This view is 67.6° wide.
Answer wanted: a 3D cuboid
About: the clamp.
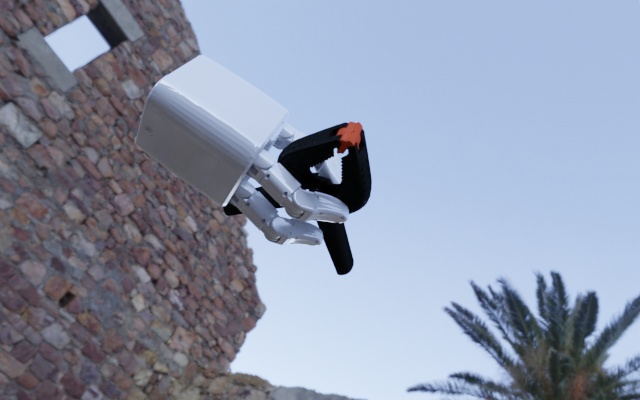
[{"bbox_3d":[0.000,0.001,0.484,0.164,0.036,0.210,32,-38,-9],"label":"clamp"}]
